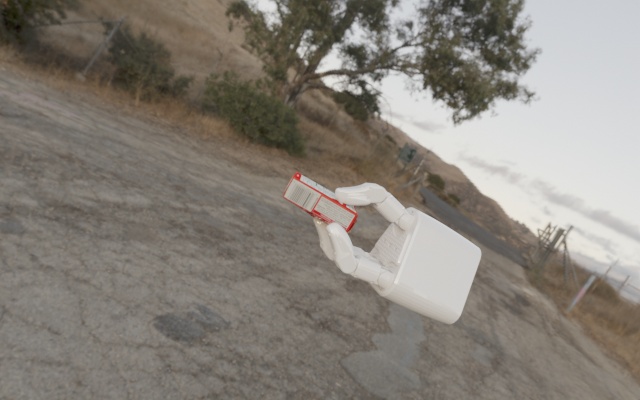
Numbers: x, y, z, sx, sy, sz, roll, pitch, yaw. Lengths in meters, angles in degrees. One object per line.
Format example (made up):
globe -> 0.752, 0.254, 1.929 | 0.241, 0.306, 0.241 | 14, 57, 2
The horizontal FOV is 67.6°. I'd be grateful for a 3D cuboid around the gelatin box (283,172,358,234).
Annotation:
gelatin box -> 0.000, 0.001, 0.580 | 0.089, 0.030, 0.073 | 30, 7, -5
